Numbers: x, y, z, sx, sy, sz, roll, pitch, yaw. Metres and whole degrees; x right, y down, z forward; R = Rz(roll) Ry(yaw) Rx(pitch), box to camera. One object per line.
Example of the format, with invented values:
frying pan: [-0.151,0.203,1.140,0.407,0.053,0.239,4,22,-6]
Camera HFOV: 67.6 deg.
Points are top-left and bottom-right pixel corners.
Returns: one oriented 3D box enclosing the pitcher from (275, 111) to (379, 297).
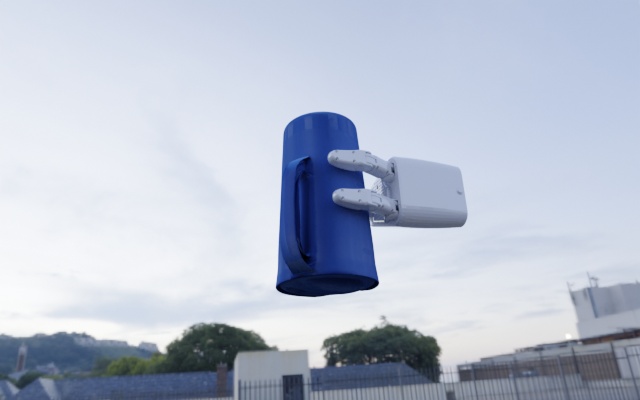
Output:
pitcher: [0.000,0.002,0.645,0.145,0.242,0.149,4,-23,-18]
